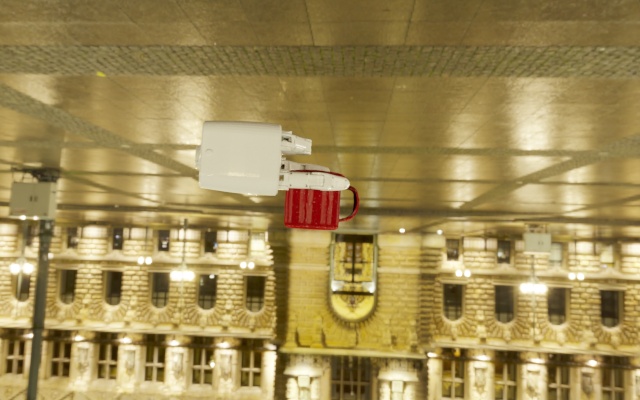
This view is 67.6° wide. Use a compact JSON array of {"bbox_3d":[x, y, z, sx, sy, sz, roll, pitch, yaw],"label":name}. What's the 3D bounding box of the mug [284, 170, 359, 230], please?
[{"bbox_3d":[0.002,0.003,0.715,0.117,0.081,0.093,4,-5,-9],"label":"mug"}]
